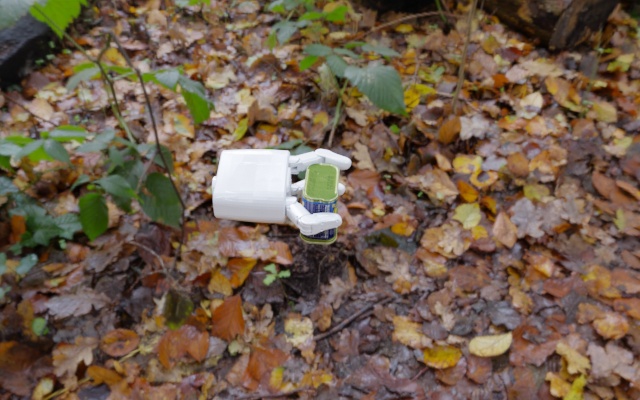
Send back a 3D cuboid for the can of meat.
[{"bbox_3d":[0.000,0.002,0.736,0.057,0.084,0.102,4,38,1],"label":"can of meat"}]
